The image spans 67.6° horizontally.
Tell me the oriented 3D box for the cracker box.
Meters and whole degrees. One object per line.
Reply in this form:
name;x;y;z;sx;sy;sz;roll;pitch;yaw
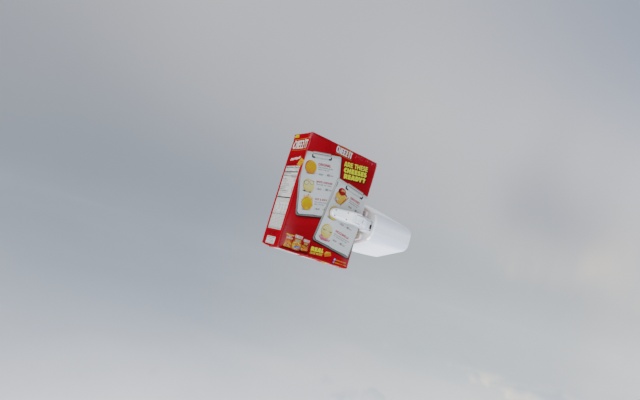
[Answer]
cracker box;0.000;0.003;0.891;0.164;0.213;0.072;22;-9;-34
